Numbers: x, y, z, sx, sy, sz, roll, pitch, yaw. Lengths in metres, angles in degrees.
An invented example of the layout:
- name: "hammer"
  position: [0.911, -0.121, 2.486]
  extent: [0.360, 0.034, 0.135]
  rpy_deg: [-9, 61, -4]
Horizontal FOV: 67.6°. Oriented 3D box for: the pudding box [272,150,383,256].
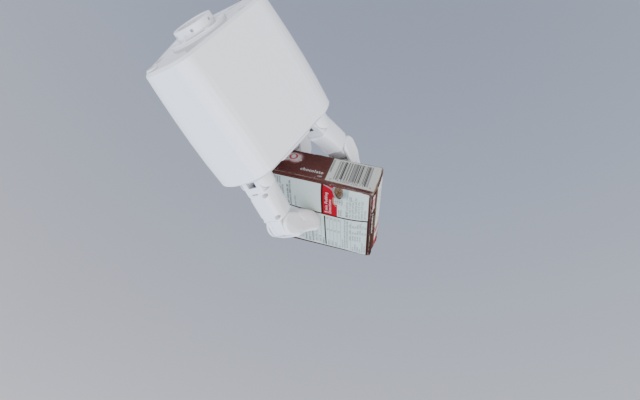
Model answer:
- name: "pudding box"
  position: [0.000, 0.002, 0.461]
  extent: [0.113, 0.090, 0.039]
  rpy_deg: [14, 48, 15]
